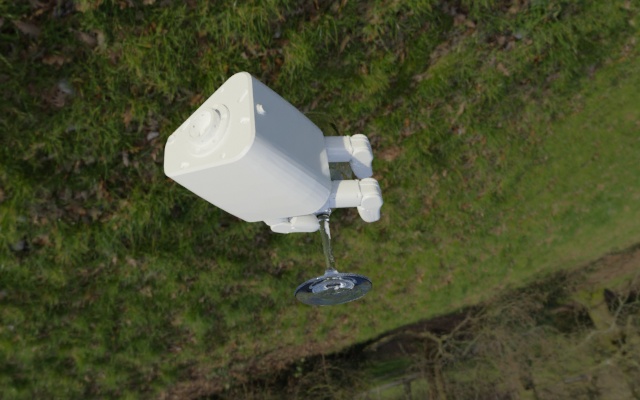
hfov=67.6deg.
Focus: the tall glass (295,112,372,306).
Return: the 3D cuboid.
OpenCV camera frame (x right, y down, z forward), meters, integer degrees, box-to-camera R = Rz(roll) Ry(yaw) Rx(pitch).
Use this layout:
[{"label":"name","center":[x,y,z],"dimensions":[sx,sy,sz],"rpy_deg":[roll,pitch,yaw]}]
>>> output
[{"label":"tall glass","center":[0.000,0.002,0.502],"dimensions":[0.079,0.201,0.079],"rpy_deg":[-6,-32,-4]}]
